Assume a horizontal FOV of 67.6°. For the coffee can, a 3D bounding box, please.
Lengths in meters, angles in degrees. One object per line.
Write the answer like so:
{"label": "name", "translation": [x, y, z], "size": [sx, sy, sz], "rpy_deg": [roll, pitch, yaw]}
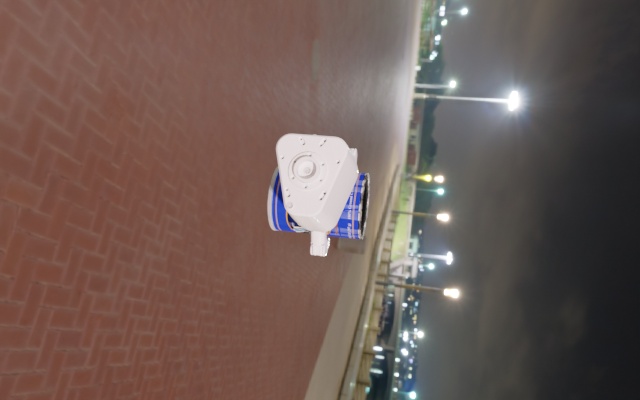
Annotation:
{"label": "coffee can", "translation": [0.000, 0.002, 0.737], "size": [0.140, 0.103, 0.103], "rpy_deg": [6, 1, 11]}
